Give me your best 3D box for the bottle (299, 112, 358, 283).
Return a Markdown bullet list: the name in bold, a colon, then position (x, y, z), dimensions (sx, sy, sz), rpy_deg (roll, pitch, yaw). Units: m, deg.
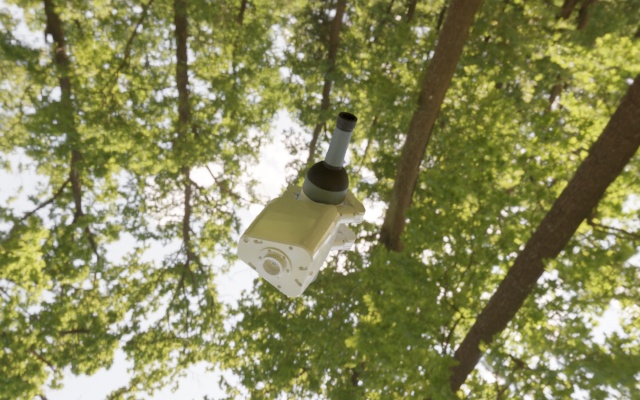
- **bottle**: position (0.000, 0.003, 0.730), dimensions (0.069, 0.296, 0.069), rpy_deg (12, 34, -8)
